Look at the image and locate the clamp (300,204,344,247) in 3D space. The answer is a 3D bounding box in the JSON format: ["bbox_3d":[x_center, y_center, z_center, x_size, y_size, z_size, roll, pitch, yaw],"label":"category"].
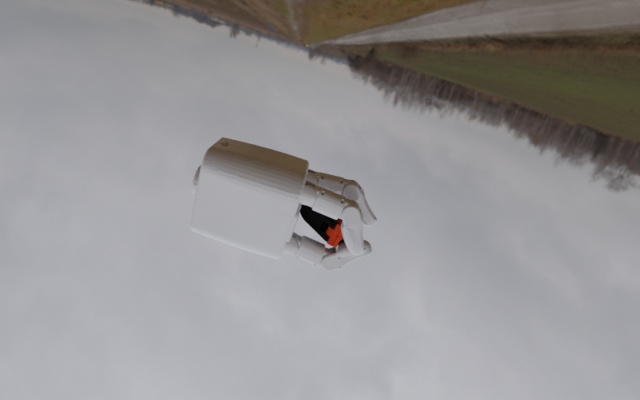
[{"bbox_3d":[0.000,0.003,0.600,0.120,0.039,0.171,18,17,-5],"label":"clamp"}]
